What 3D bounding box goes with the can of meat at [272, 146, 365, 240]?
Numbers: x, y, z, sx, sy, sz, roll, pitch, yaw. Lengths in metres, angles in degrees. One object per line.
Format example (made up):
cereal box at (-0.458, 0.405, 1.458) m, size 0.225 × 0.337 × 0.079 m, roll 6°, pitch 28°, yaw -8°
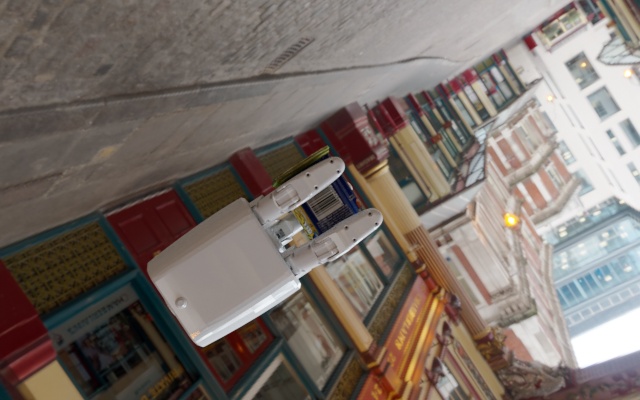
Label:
can of meat at (0.000, 0.002, 0.464) m, size 0.057 × 0.084 × 0.102 m, roll -33°, pitch 2°, yaw -9°
